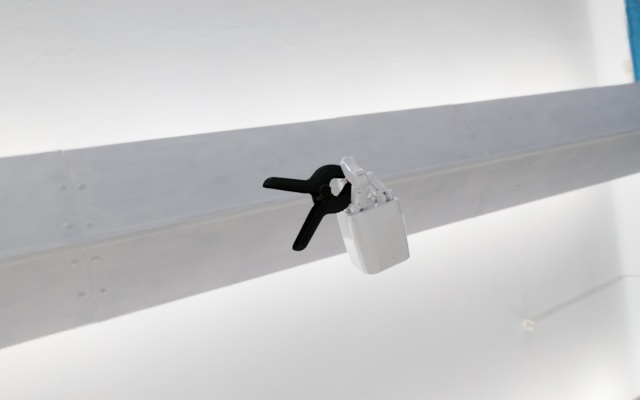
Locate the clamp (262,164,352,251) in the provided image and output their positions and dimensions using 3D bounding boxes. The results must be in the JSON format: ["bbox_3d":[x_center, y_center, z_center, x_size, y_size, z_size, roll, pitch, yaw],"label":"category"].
[{"bbox_3d":[0.000,0.002,0.752,0.171,0.120,0.039,-19,10,-28],"label":"clamp"}]
